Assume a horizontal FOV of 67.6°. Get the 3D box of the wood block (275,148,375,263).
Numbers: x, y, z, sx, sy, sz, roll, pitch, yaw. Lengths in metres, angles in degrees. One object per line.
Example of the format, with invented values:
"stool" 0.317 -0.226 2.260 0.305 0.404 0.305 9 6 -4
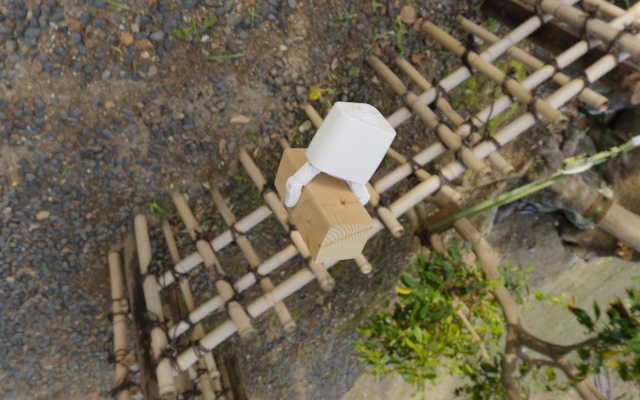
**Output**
"wood block" 0.000 0.003 0.862 0.091 0.090 0.206 -3 44 -29
